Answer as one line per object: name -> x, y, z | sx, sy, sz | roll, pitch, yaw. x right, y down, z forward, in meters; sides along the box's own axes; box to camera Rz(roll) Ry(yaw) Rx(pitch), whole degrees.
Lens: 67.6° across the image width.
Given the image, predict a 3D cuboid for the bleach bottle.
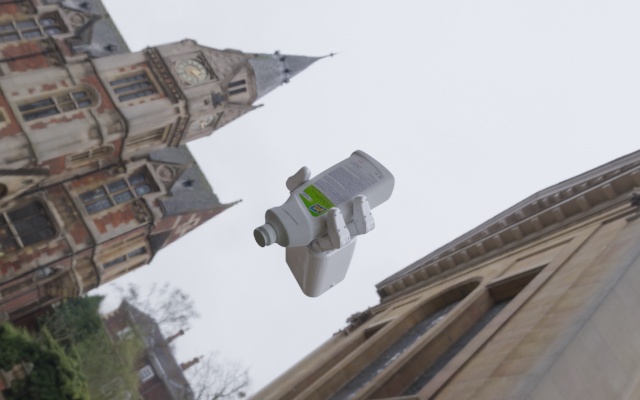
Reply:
bleach bottle -> 0.000, 0.002, 0.739 | 0.250, 0.068, 0.102 | -27, 53, -36
